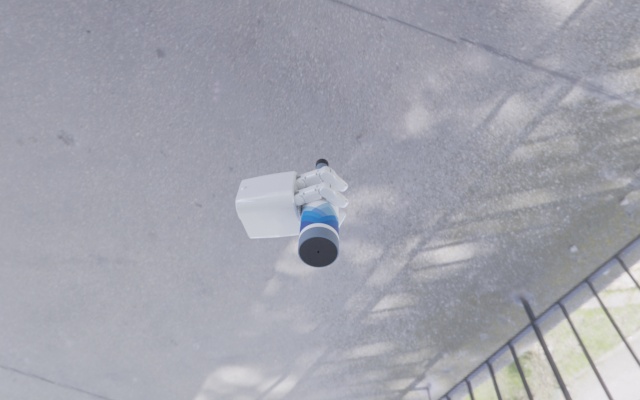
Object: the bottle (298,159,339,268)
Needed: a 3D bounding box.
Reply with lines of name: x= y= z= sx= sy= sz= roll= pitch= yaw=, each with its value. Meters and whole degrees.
bottle: x=0.000 y=0.003 z=0.886 sx=0.069 sy=0.069 sz=0.295 roll=0 pitch=33 yaw=2
